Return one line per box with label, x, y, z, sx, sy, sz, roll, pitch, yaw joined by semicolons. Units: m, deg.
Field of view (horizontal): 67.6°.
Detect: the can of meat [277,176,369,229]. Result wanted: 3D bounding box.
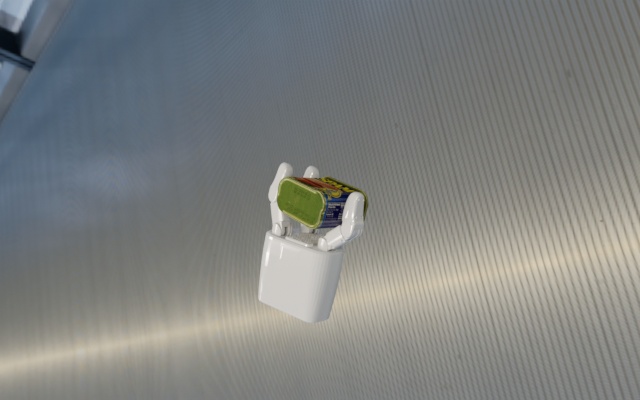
can of meat;0.000;0.002;0.663;0.084;0.057;0.102;-1;19;-43
